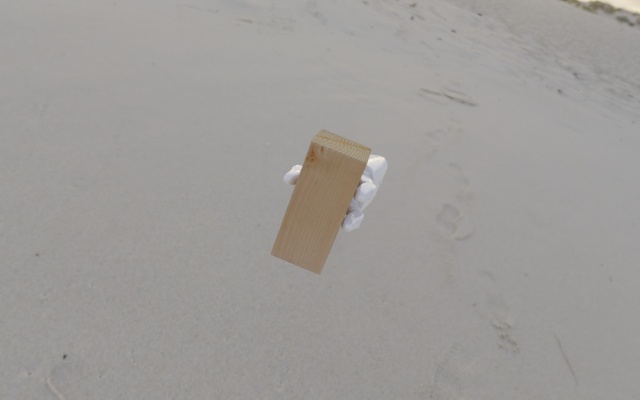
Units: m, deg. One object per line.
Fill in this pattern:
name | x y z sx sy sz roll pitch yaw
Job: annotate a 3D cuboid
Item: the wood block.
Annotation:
wood block | 0.000 0.002 0.777 0.091 0.206 0.090 22 23 2
